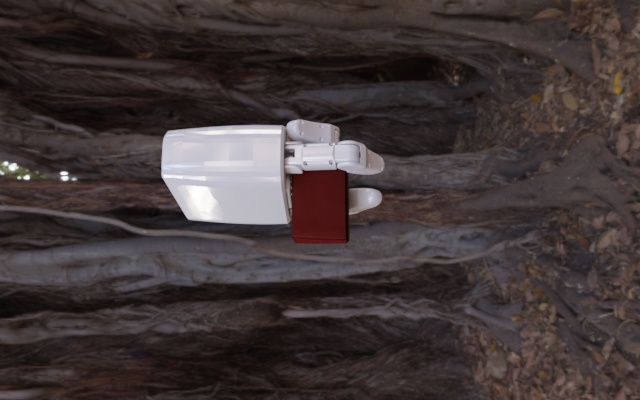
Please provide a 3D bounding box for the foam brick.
[{"bbox_3d":[0.000,0.002,0.449,0.051,0.078,0.053,0,-10,0],"label":"foam brick"}]
